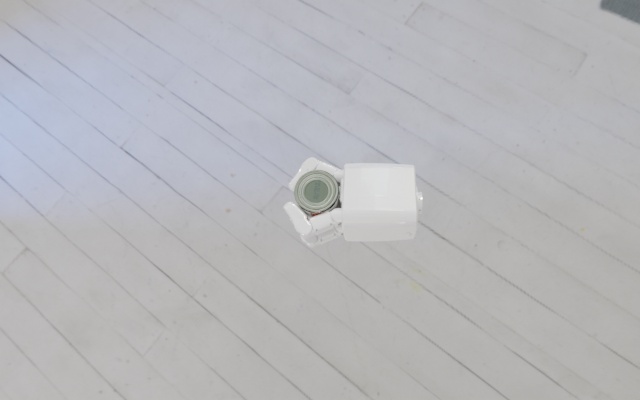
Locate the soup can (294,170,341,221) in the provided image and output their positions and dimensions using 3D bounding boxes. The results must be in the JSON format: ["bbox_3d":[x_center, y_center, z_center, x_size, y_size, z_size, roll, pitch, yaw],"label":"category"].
[{"bbox_3d":[0.000,0.002,0.731,0.068,0.068,0.102,0,-19,7],"label":"soup can"}]
